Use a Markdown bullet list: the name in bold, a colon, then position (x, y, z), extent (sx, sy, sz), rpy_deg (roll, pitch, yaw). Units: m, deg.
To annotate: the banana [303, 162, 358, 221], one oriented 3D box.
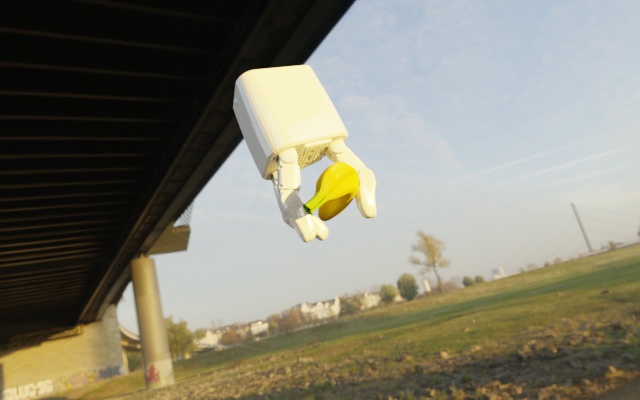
- **banana**: position (0.015, -0.010, 0.555), extent (0.069, 0.037, 0.198), rpy_deg (-37, -8, 1)
